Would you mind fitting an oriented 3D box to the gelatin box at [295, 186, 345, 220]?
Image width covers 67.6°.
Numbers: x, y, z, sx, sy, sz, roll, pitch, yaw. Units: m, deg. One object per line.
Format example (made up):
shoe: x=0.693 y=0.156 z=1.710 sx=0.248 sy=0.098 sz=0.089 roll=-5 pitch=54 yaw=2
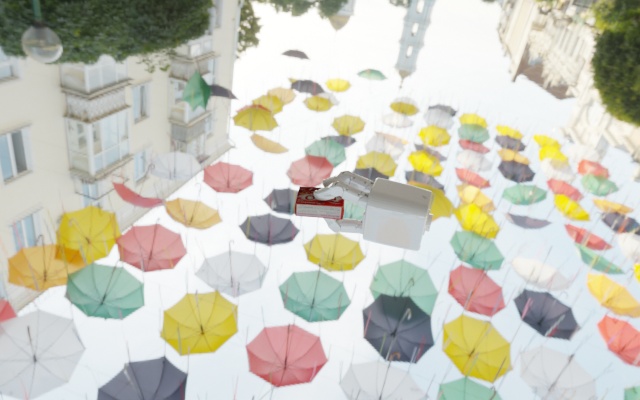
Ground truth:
gelatin box: x=0.000 y=0.003 z=0.883 sx=0.089 sy=0.030 sz=0.073 roll=4 pitch=27 yaw=2
